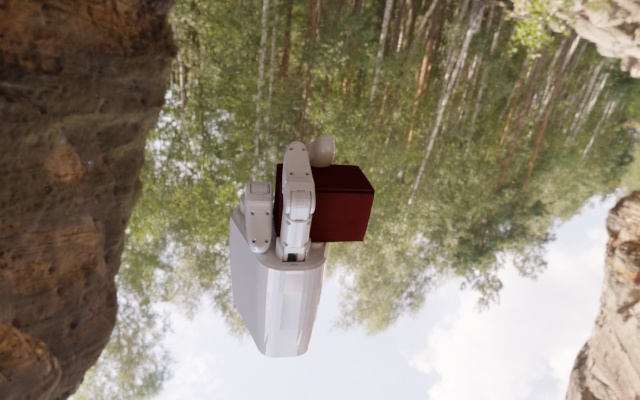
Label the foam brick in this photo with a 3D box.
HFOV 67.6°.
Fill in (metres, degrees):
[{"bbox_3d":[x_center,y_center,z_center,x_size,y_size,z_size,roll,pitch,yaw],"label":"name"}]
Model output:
[{"bbox_3d":[0.000,0.001,0.417,0.078,0.051,0.053,1,28,-11],"label":"foam brick"}]
